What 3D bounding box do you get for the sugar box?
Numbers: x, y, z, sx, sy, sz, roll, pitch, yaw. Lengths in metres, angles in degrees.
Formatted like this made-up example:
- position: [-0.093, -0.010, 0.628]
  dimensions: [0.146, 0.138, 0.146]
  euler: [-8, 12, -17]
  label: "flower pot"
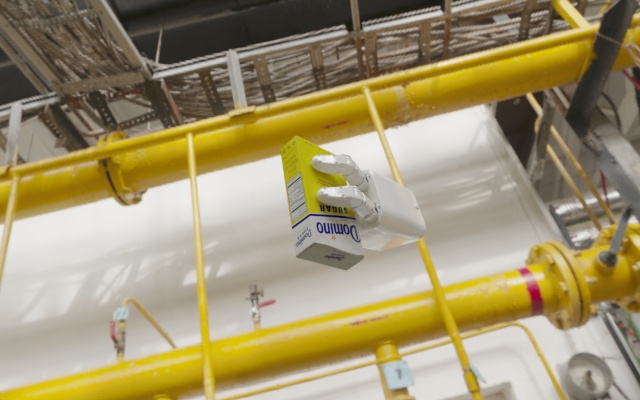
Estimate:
- position: [0.001, 0.002, 0.653]
  dimensions: [0.093, 0.176, 0.048]
  euler: [20, -47, -39]
  label: "sugar box"
